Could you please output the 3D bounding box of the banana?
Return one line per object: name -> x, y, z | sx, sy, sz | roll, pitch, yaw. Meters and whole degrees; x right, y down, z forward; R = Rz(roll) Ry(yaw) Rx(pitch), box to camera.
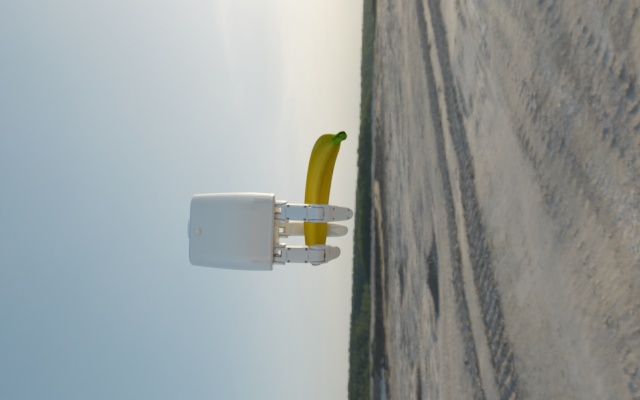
banana -> -0.002, -0.009, 0.648 | 0.037, 0.198, 0.069 | 4, 25, -9
